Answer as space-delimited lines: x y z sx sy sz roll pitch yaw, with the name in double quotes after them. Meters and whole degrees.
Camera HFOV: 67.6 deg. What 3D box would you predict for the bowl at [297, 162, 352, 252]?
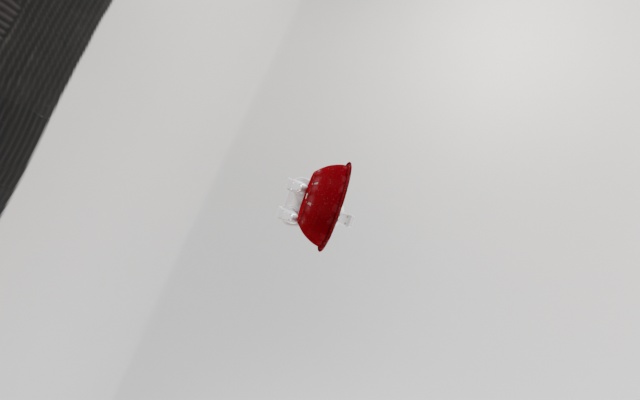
0.000 0.002 0.811 0.055 0.162 0.162 19 -2 -6 "bowl"
